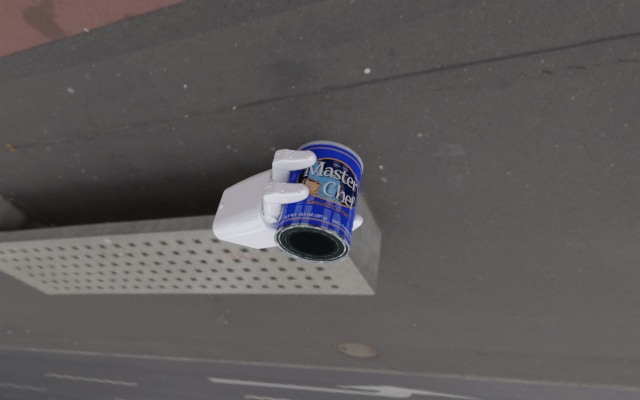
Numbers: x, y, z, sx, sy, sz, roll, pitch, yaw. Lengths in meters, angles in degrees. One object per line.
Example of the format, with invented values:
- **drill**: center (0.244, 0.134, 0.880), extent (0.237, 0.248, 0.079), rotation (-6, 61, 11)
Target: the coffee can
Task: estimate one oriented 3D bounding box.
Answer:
- **coffee can**: center (0.000, 0.002, 0.666), extent (0.103, 0.140, 0.103), rotation (8, -33, 5)
